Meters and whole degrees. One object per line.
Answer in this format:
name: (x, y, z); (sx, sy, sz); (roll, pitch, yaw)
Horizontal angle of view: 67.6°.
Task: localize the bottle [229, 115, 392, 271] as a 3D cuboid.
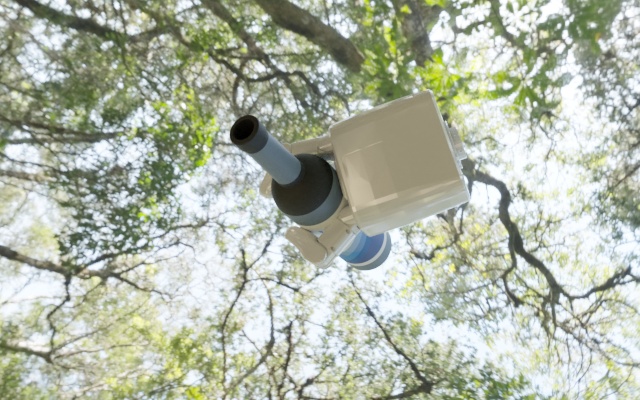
bottle: (0.000, 0.002, 0.494); (0.069, 0.069, 0.296); (0, -23, 26)
